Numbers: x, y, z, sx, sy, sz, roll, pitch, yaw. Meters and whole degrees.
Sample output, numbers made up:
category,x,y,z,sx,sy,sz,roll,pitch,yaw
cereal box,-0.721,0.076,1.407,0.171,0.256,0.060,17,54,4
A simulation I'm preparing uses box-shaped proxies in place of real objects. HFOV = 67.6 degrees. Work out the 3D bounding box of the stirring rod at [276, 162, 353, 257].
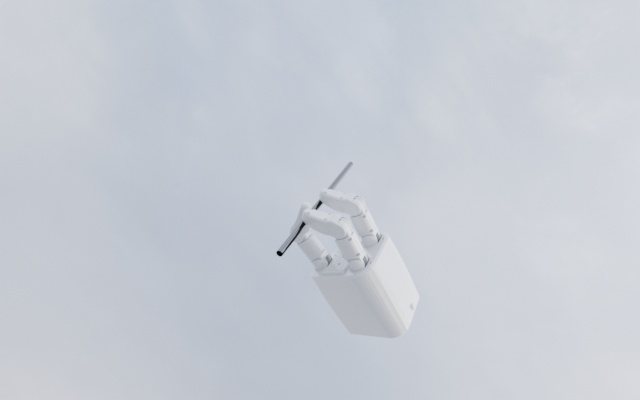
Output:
category,x,y,z,sx,sy,sz,roll,pitch,yaw
stirring rod,0.000,0.002,0.627,0.011,0.011,0.239,0,28,26
